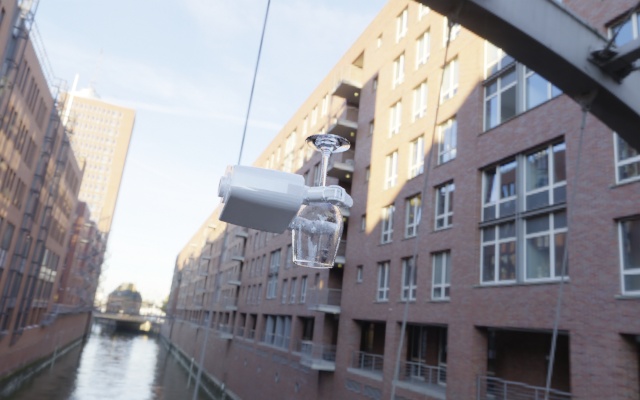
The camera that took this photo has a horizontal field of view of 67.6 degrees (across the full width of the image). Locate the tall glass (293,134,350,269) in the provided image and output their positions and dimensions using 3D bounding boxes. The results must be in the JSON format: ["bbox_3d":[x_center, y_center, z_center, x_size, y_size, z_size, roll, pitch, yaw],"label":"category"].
[{"bbox_3d":[0.000,0.002,0.748,0.079,0.201,0.079,6,-15,2],"label":"tall glass"}]
